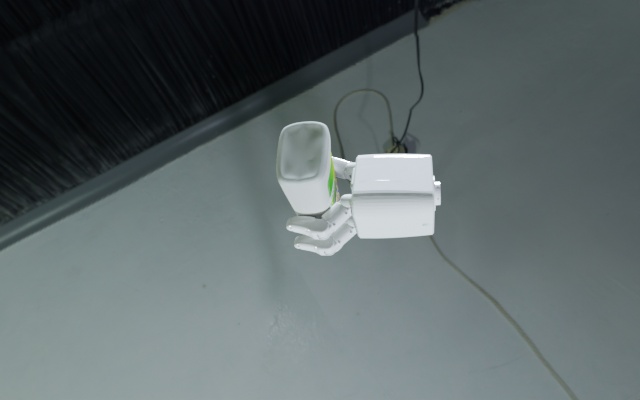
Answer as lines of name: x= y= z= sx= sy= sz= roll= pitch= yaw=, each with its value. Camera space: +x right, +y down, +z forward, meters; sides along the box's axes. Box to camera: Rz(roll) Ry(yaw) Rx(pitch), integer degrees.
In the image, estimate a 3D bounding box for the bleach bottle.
bleach bottle: x=0.000 y=0.002 z=0.700 sx=0.068 sy=0.102 sz=0.251 roll=-3 pitch=-30 yaw=11
